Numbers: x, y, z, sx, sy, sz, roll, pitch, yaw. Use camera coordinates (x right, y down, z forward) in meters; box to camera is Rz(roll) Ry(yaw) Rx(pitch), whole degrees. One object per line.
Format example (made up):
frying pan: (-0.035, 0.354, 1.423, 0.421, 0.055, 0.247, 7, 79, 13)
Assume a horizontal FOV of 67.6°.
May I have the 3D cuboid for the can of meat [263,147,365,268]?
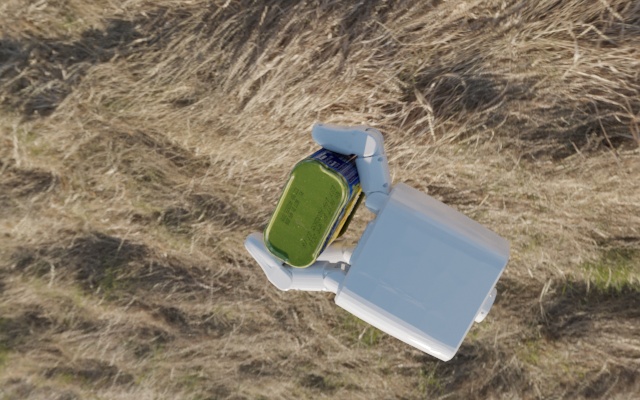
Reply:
can of meat: (0.000, 0.001, 0.426, 0.057, 0.102, 0.084, 30, 26, 9)
